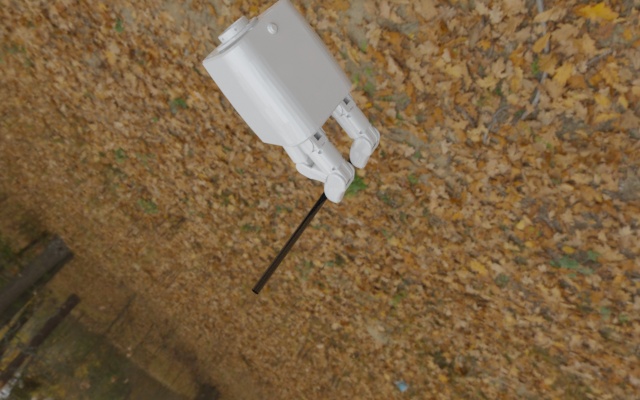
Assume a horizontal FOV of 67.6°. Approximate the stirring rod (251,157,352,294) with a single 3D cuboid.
[{"bbox_3d":[0.000,0.002,0.514,0.011,0.239,0.011,28,-28,16],"label":"stirring rod"}]
